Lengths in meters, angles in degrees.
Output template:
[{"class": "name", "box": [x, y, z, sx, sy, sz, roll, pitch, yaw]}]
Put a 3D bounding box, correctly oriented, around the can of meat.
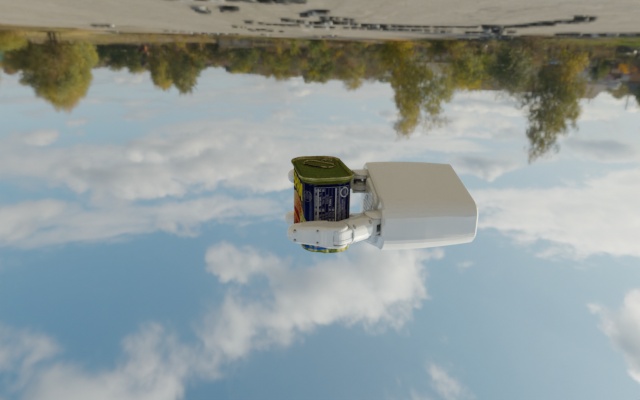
[{"class": "can of meat", "box": [0.000, 0.002, 0.531, 0.057, 0.084, 0.102, -3, 18, -10]}]
